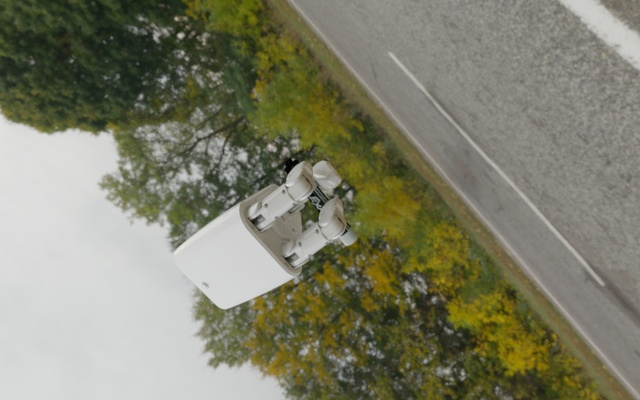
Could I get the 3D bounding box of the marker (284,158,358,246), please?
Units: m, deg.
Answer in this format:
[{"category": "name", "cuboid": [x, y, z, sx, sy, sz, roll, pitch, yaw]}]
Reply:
[{"category": "marker", "cuboid": [0.000, 0.002, 0.536, 0.020, 0.121, 0.020, -35, 19, 14]}]
